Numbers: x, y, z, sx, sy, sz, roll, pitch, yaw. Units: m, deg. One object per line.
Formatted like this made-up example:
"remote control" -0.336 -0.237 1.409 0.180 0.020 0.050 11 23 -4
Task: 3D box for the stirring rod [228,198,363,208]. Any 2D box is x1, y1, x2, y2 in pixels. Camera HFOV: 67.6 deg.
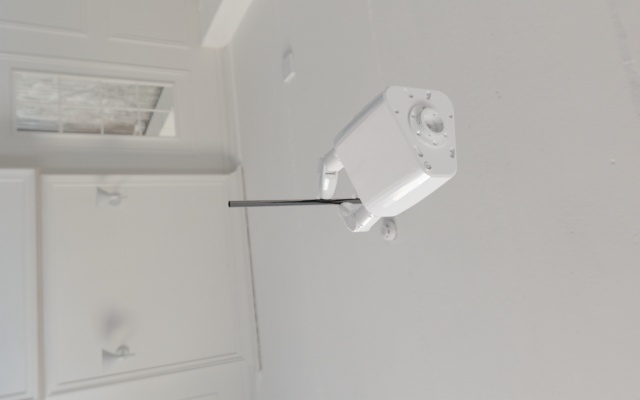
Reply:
"stirring rod" 0.000 0.002 0.610 0.239 0.011 0.011 -1 0 -28
